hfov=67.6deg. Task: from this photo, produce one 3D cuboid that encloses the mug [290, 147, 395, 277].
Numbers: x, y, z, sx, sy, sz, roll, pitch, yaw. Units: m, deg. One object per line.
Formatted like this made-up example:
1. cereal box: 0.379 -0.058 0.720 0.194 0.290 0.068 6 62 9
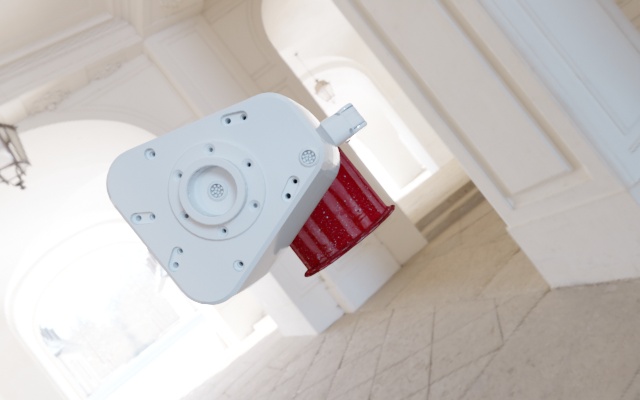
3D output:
1. mug: 0.000 0.001 0.402 0.093 0.081 0.117 -38 0 5
